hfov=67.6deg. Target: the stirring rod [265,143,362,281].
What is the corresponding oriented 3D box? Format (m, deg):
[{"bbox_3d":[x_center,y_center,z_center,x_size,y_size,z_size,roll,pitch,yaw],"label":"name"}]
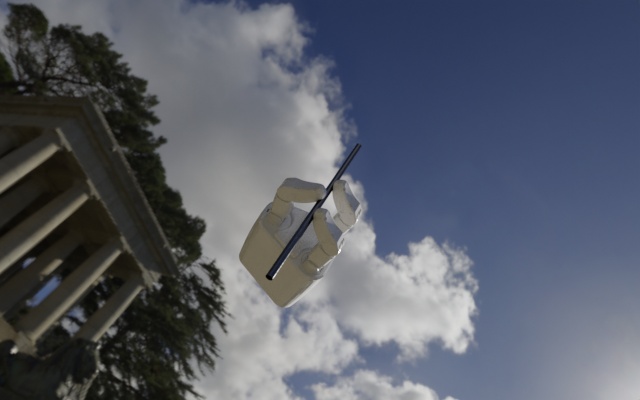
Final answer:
[{"bbox_3d":[0.000,0.002,0.545,0.011,0.011,0.239,0,38,32],"label":"stirring rod"}]
